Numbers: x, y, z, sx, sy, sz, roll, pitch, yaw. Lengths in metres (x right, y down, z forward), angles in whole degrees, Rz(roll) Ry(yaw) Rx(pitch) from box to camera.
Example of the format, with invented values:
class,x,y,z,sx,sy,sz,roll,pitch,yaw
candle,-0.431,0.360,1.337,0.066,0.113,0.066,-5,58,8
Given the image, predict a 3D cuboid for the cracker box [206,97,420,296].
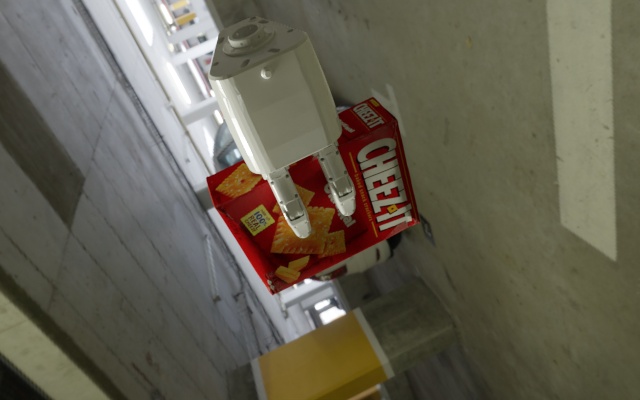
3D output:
class,x,y,z,sx,sy,sz,roll,pitch,yaw
cracker box,0.000,0.002,0.565,0.213,0.164,0.072,-26,41,-4
